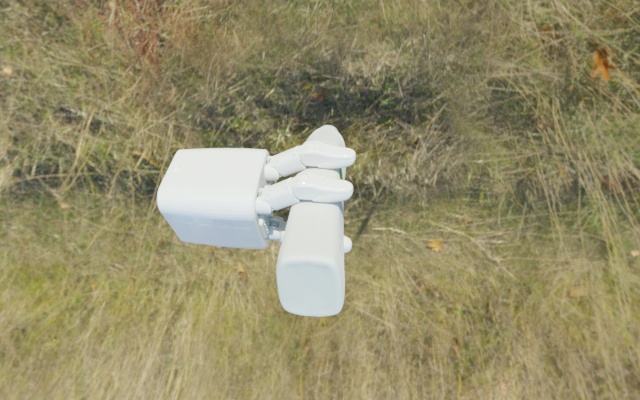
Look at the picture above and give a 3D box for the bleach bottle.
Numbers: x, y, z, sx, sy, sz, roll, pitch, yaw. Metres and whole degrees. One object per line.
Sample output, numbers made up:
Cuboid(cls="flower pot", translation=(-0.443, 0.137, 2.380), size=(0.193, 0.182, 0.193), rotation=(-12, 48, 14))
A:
Cuboid(cls="bleach bottle", translation=(0.000, 0.002, 0.560), size=(0.068, 0.103, 0.250), rotation=(2, 43, 5))
